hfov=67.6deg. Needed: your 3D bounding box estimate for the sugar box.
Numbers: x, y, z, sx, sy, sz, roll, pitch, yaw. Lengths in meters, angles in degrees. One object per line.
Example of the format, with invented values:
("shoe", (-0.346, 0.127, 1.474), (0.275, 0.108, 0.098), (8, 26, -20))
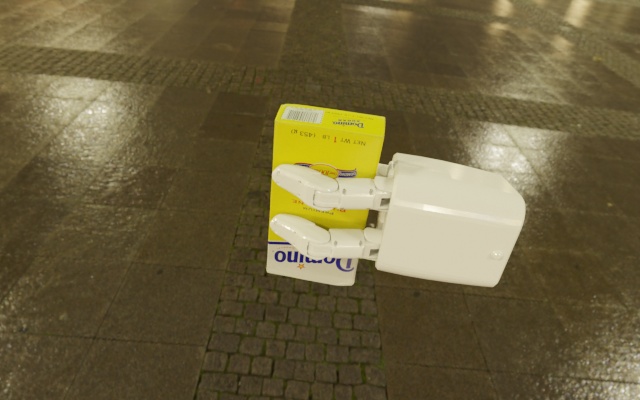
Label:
("sugar box", (0.000, 0.002, 0.451), (0.093, 0.176, 0.048), (9, 34, 4))
